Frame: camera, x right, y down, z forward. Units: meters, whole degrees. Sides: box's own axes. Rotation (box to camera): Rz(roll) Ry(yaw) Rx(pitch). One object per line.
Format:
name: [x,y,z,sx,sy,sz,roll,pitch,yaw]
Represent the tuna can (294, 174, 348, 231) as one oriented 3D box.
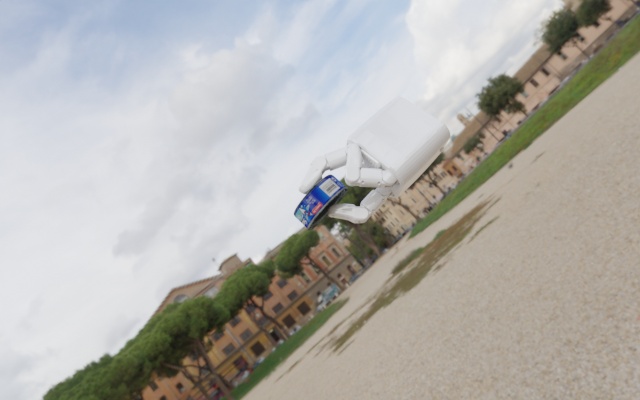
tuna can: [0.000,0.002,0.709,0.033,0.086,0.086,43,8,9]
